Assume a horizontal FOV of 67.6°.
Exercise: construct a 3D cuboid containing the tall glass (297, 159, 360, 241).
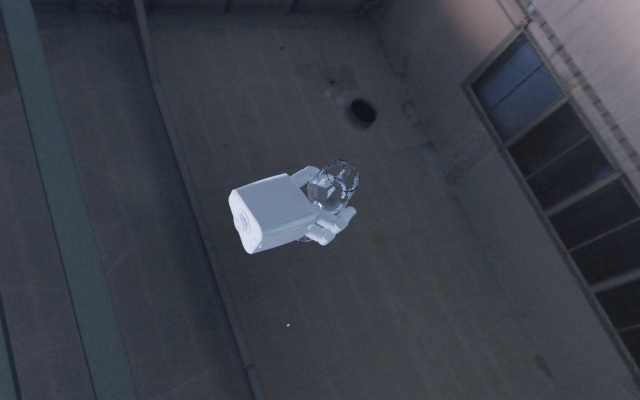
[{"bbox_3d":[0.000,0.003,0.870,0.079,0.079,0.201,0,-27,-25],"label":"tall glass"}]
